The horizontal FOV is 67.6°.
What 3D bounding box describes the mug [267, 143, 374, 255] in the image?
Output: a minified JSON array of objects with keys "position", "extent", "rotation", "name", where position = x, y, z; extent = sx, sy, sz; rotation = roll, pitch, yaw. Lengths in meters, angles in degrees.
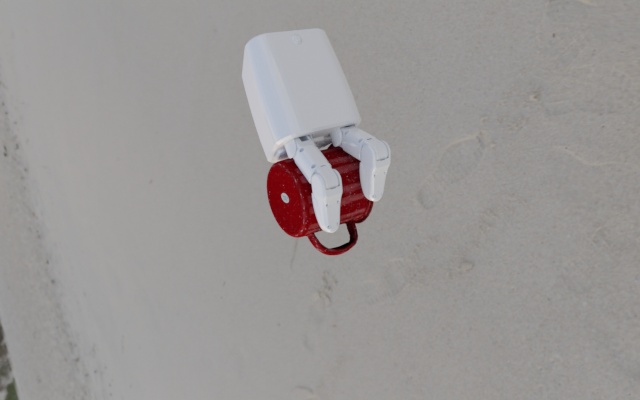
[{"position":[0.000,0.003,0.502],"extent":[0.081,0.117,0.093],"rotation":[-17,-5,-30],"name":"mug"}]
